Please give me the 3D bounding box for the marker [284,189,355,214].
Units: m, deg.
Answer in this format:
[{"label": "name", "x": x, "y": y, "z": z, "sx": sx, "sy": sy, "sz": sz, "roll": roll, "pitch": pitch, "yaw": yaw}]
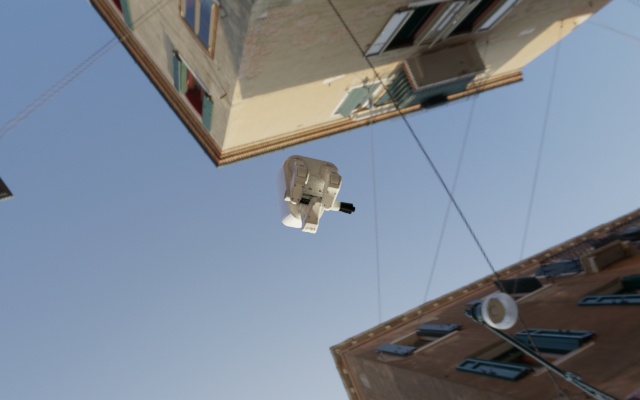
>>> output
[{"label": "marker", "x": 0.000, "y": 0.003, "z": 0.792, "sx": 0.121, "sy": 0.020, "sz": 0.020, "roll": 12, "pitch": -3, "yaw": -13}]
